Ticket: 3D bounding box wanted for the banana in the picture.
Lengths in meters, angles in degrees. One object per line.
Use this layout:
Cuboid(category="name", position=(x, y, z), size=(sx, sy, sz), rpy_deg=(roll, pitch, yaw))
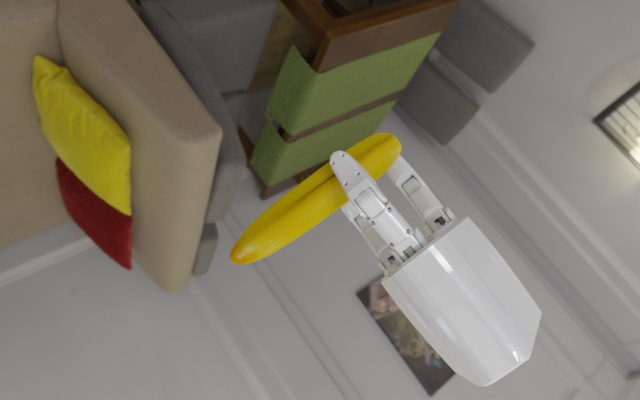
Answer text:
Cuboid(category="banana", position=(0.004, -0.005, 0.420), size=(0.198, 0.037, 0.070), rpy_deg=(-36, -9, -13))
